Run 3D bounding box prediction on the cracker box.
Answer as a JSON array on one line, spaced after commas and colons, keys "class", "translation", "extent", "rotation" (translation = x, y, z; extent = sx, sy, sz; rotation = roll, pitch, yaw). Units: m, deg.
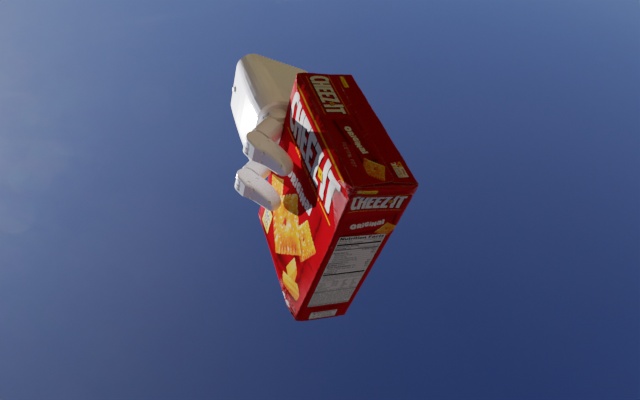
[{"class": "cracker box", "translation": [0.000, 0.002, 0.505], "extent": [0.072, 0.164, 0.214], "rotation": [-4, -41, -24]}]
